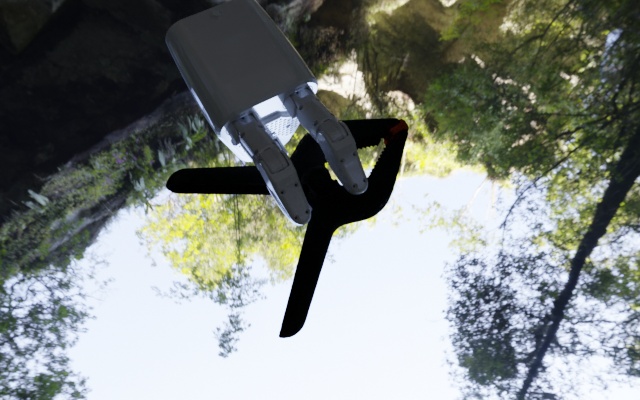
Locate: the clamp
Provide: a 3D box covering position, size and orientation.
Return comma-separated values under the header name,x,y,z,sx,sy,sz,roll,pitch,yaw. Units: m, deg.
name,x,y,z,sx,sy,sz,roll,pitch,yaw
clamp,0.000,0.001,0.409,0.210,0.164,0.036,-29,-12,-16
